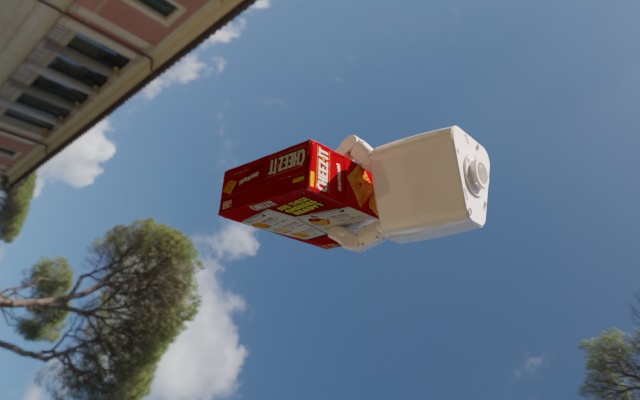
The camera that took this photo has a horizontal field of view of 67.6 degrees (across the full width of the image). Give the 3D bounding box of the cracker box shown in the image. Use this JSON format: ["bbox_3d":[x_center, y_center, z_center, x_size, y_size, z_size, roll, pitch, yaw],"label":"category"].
[{"bbox_3d":[0.000,0.002,0.643,0.164,0.072,0.214,-15,-27,40],"label":"cracker box"}]
